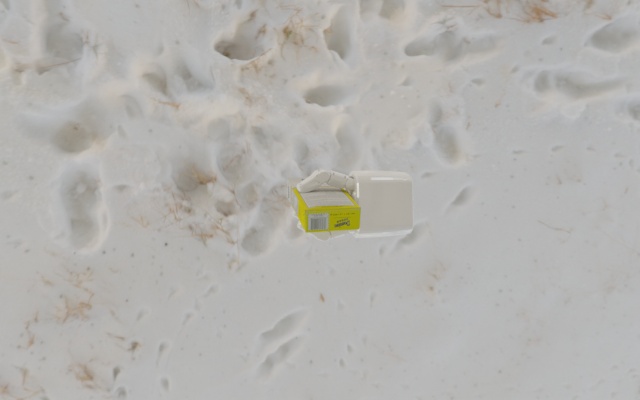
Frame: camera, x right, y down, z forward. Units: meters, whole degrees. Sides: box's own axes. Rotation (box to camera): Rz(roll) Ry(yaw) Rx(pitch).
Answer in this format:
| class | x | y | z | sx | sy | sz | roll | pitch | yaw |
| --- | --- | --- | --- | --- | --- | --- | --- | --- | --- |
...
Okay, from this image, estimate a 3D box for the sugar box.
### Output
| class | x | y | z | sx | sy | sz | roll | pitch | yaw |
| --- | --- | --- | --- | --- | --- | --- | --- | --- | --- |
| sugar box | 0.000 | 0.003 | 0.836 | 0.093 | 0.048 | 0.176 | -2 | 17 | -13 |
